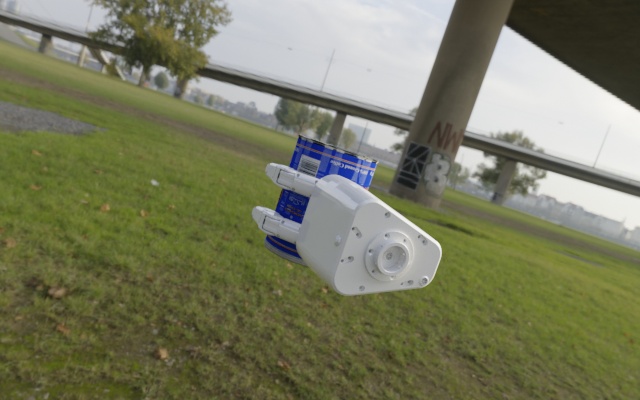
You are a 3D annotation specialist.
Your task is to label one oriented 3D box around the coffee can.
[{"bbox_3d":[0.000,0.002,0.585,0.103,0.140,0.103,18,7,-2],"label":"coffee can"}]
